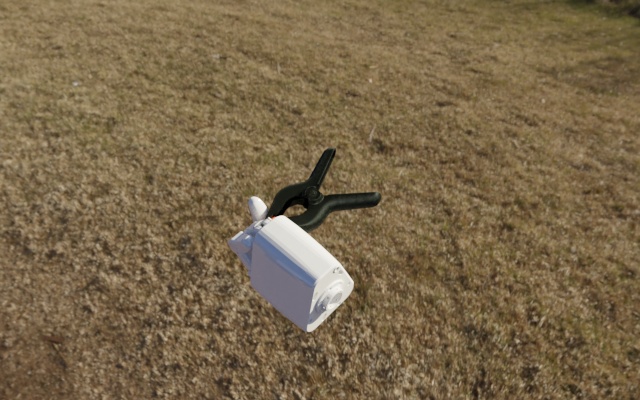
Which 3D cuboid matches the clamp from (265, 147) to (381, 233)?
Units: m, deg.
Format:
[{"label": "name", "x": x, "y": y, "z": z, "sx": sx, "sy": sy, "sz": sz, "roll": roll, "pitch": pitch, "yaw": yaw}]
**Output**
[{"label": "clamp", "x": 0.000, "y": 0.002, "z": 0.684, "sx": 0.120, "sy": 0.171, "sz": 0.039, "roll": 37, "pitch": -25, "yaw": 27}]
